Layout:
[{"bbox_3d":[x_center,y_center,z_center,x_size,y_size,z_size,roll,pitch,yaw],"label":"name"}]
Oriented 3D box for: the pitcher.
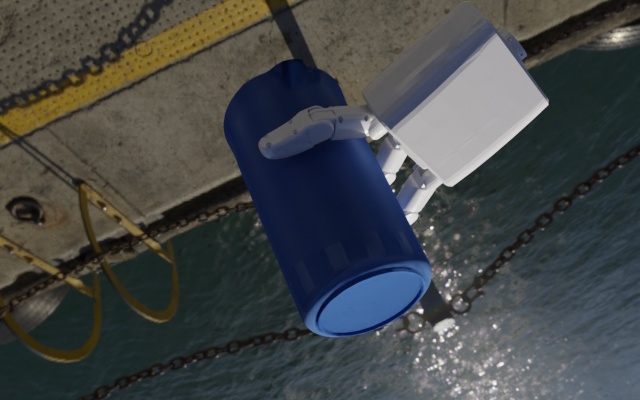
[{"bbox_3d":[0.000,0.001,0.445,0.145,0.242,0.149,-40,-41,18],"label":"pitcher"}]
